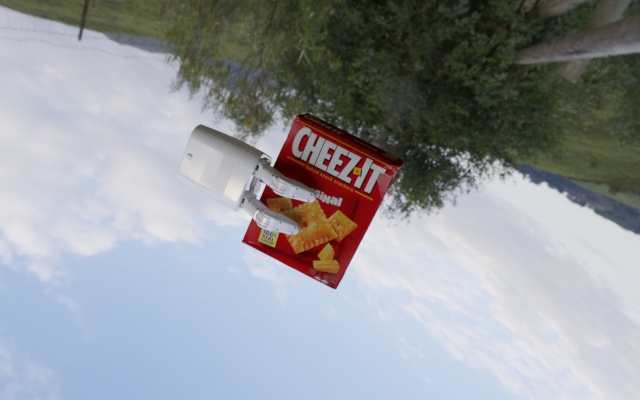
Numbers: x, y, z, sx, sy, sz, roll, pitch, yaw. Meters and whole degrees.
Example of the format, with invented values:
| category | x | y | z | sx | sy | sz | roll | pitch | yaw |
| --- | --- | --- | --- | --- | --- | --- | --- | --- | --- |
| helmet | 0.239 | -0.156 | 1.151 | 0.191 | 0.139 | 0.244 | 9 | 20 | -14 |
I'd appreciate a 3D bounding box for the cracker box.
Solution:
| category | x | y | z | sx | sy | sz | roll | pitch | yaw |
| --- | --- | --- | --- | --- | --- | --- | --- | --- | --- |
| cracker box | 0.000 | 0.002 | 0.711 | 0.164 | 0.214 | 0.072 | 27 | 17 | 6 |
